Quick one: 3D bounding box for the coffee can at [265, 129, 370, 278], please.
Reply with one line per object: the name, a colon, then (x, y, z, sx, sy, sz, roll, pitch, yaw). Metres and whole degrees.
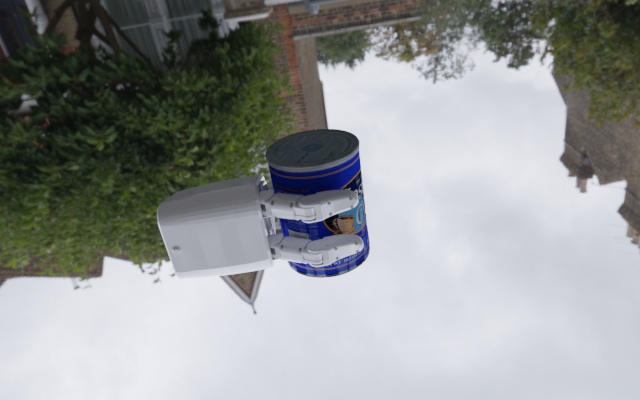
coffee can: (0.000, 0.002, 0.548, 0.103, 0.140, 0.102, -7, 28, 4)
